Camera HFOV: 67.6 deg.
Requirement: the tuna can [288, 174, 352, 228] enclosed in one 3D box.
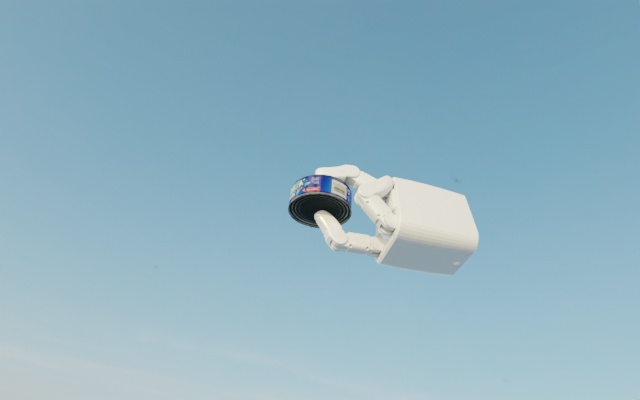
[{"bbox_3d":[0.000,0.002,0.650,0.086,0.033,0.086,3,-34,2],"label":"tuna can"}]
